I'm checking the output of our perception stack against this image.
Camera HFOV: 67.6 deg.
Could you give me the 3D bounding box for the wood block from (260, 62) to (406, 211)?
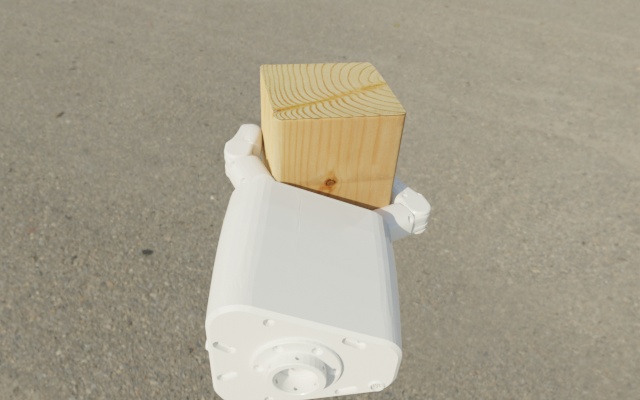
[{"bbox_3d":[0.000,0.001,0.400,0.091,0.206,0.090,-5,39,-12],"label":"wood block"}]
